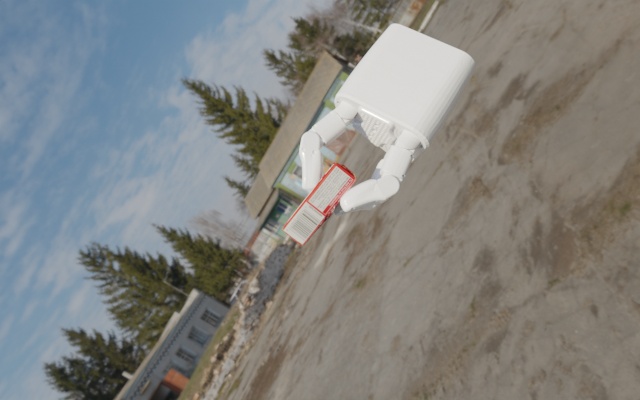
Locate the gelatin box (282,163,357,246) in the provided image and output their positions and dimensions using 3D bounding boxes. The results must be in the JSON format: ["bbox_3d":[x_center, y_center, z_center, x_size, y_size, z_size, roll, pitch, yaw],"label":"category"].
[{"bbox_3d":[-0.001,0.002,0.503,0.030,0.089,0.073,39,3,-2],"label":"gelatin box"}]
